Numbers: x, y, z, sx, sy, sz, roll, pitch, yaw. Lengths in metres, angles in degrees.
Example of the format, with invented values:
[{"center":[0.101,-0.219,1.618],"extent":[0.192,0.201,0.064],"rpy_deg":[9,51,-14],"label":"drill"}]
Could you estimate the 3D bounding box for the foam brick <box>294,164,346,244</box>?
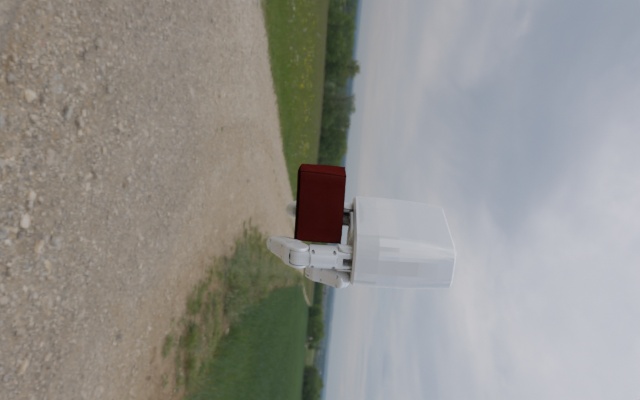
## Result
[{"center":[0.000,0.001,0.527],"extent":[0.051,0.078,0.053],"rpy_deg":[4,15,1],"label":"foam brick"}]
